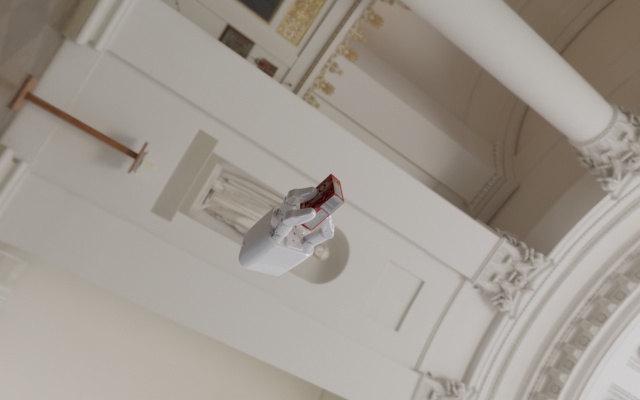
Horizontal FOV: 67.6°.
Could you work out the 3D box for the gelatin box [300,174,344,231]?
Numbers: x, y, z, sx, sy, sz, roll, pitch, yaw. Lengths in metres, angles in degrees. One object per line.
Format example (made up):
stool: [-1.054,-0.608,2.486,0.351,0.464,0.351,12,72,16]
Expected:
gelatin box: [0.001,0.003,0.881,0.030,0.089,0.073,39,23,-25]
